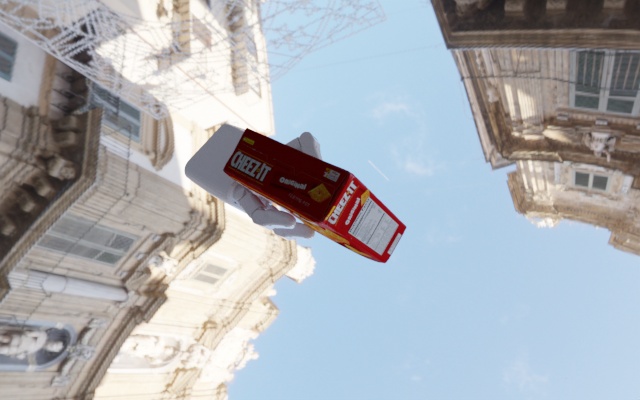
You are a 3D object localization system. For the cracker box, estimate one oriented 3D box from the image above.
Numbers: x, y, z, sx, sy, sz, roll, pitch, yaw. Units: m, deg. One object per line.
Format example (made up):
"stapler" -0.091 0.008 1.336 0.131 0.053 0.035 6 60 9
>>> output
"cracker box" 0.000 0.002 0.627 0.164 0.072 0.214 26 -5 32
